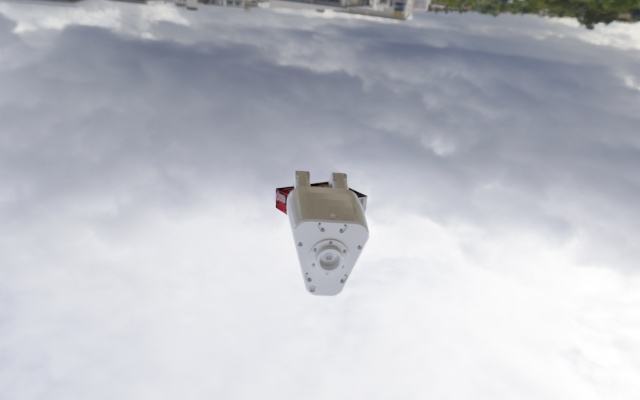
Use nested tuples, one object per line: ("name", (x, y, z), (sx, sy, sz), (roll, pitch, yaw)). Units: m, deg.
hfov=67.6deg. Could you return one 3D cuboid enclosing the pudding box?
("pudding box", (0.000, 0.003, 0.727), (0.113, 0.039, 0.090), (-7, 22, -34))
